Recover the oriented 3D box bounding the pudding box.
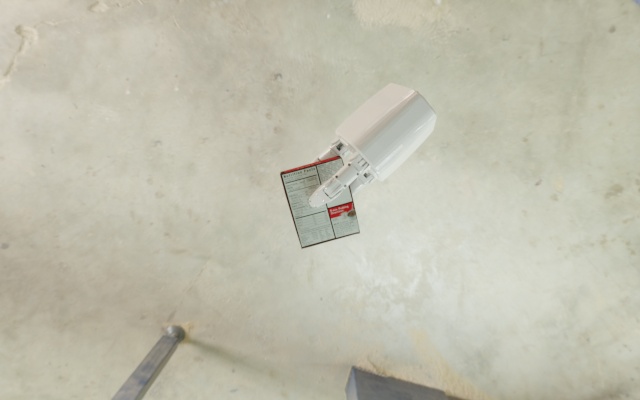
[{"bbox_3d":[0.000,0.002,0.668,0.090,0.113,0.039,-15,6,0],"label":"pudding box"}]
